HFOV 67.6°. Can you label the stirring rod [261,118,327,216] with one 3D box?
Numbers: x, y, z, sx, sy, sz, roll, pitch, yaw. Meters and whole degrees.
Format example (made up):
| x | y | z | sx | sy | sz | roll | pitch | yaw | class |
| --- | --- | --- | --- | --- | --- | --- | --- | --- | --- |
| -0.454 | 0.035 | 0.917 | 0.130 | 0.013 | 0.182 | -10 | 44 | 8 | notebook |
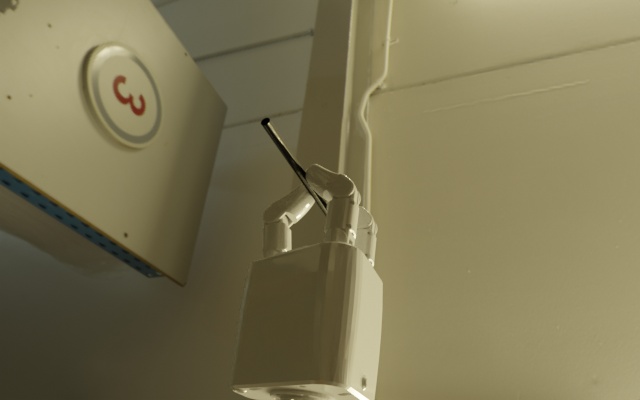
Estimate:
| x | y | z | sx | sy | sz | roll | pitch | yaw | class |
| --- | --- | --- | --- | --- | --- | --- | --- | --- | --- |
| 0.000 | 0.002 | 0.467 | 0.011 | 0.011 | 0.240 | 0 | -32 | 25 | stirring rod |
